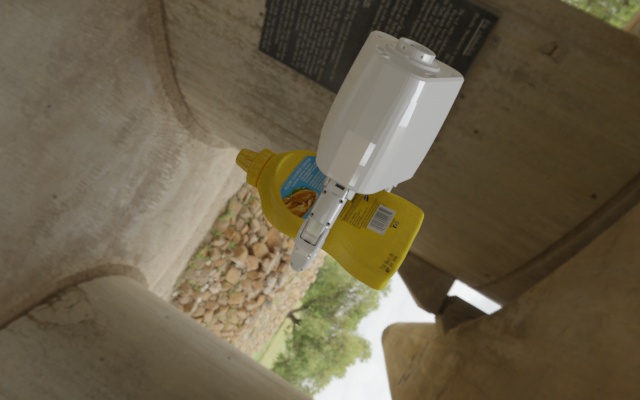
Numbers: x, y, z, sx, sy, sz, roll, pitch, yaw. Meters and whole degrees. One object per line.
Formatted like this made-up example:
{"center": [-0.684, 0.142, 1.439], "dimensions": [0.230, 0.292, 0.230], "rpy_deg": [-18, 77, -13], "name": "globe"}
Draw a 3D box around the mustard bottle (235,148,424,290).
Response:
{"center": [0.000, 0.002, 0.473], "dimensions": [0.191, 0.096, 0.058], "rpy_deg": [30, -36, 7], "name": "mustard bottle"}
